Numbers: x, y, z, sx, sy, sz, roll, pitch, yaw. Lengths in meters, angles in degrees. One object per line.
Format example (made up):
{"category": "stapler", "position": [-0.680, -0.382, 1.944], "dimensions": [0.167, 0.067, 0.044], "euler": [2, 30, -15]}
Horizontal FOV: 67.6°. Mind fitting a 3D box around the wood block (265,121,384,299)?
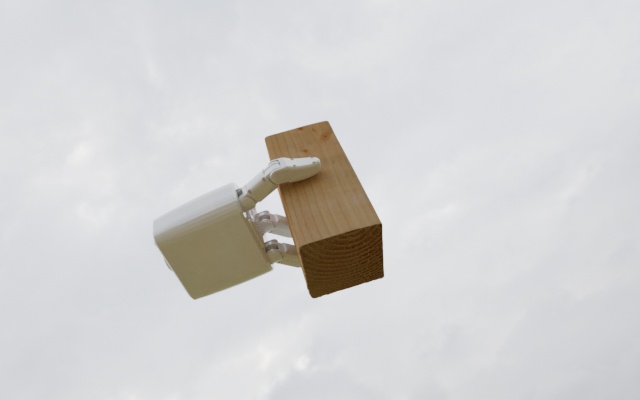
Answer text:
{"category": "wood block", "position": [0.000, 0.002, 0.580], "dimensions": [0.090, 0.091, 0.206], "euler": [-16, 43, -6]}
